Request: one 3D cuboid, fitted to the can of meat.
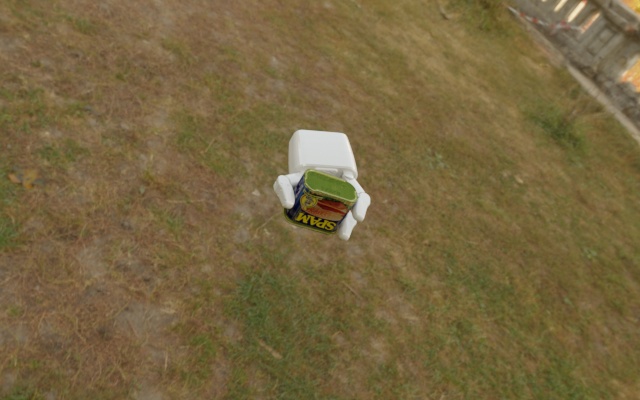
[{"bbox_3d":[0.000,0.002,0.791,0.102,0.057,0.084,17,-50,-20],"label":"can of meat"}]
